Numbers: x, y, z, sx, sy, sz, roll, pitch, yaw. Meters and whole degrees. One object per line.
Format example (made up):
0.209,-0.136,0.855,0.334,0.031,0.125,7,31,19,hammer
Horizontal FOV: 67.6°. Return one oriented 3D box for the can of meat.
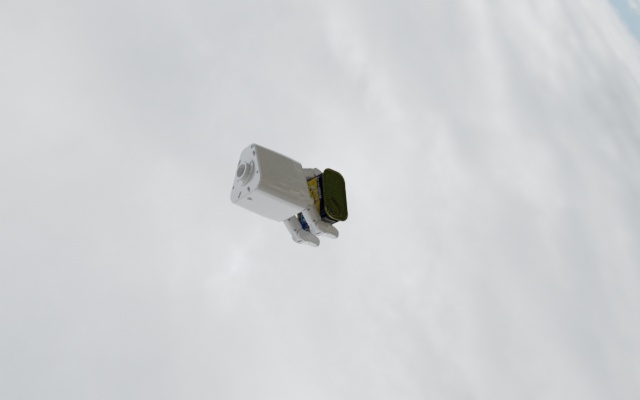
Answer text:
0.000,0.003,0.896,0.057,0.102,0.084,19,-34,-40,can of meat
